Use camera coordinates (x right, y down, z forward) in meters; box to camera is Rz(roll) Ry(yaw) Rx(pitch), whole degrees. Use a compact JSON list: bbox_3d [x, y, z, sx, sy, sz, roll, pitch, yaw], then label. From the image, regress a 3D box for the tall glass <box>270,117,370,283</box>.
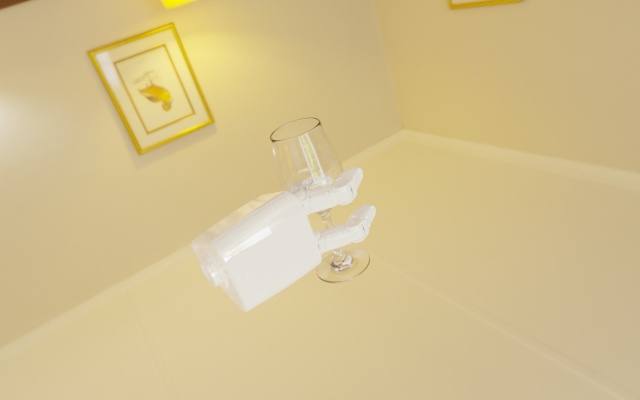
[{"bbox_3d":[0.000,0.002,0.591,0.079,0.201,0.079,-15,26,8],"label":"tall glass"}]
